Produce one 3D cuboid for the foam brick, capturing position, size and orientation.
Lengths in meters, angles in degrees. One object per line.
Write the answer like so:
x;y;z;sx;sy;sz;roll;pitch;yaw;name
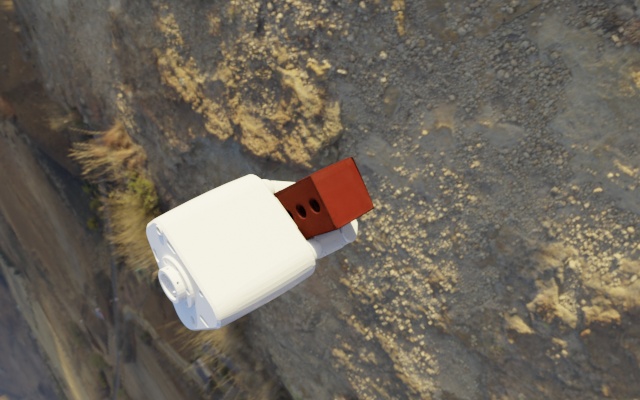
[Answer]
0.000;0.001;0.442;0.051;0.053;0.078;-26;2;-37;foam brick
